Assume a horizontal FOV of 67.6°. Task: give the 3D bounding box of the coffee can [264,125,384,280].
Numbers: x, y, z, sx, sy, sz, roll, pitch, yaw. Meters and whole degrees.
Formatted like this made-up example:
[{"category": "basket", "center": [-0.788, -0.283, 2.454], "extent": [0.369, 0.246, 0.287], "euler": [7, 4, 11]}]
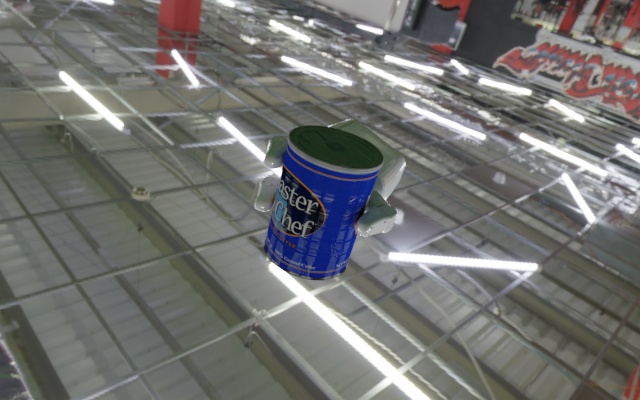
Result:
[{"category": "coffee can", "center": [0.000, 0.002, 0.529], "extent": [0.103, 0.140, 0.102], "euler": [12, 28, -7]}]
